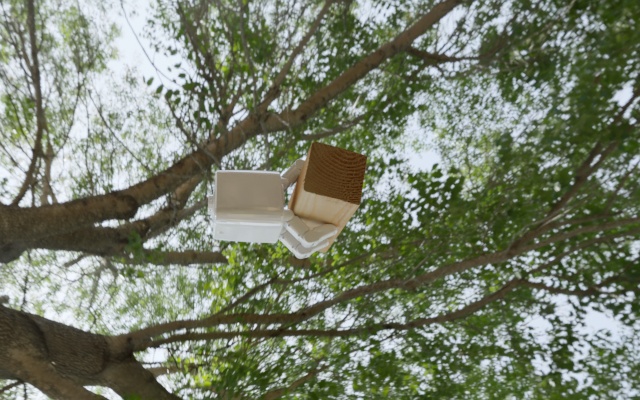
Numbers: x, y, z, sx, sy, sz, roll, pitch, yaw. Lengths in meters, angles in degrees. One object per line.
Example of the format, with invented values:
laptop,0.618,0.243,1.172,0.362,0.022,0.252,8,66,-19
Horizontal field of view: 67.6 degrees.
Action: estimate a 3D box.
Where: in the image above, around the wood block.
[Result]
wood block,0.000,0.002,0.795,0.090,0.090,0.206,14,-28,-8
